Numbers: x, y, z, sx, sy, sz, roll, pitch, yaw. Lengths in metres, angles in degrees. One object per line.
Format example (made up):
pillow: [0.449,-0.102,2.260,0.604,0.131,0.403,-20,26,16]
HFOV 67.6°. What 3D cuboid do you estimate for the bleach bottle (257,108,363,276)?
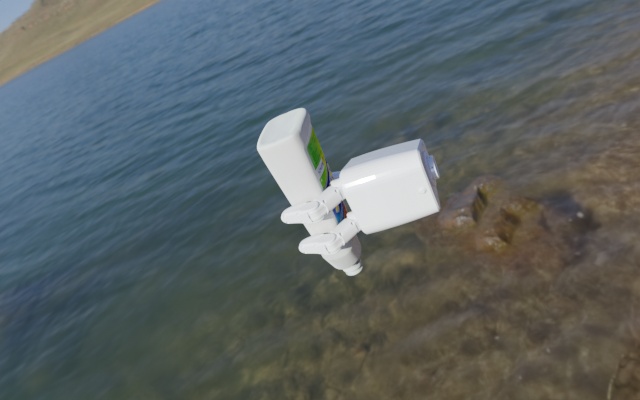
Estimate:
bleach bottle: [0.000,0.002,0.678,0.068,0.251,0.102,-18,29,18]
